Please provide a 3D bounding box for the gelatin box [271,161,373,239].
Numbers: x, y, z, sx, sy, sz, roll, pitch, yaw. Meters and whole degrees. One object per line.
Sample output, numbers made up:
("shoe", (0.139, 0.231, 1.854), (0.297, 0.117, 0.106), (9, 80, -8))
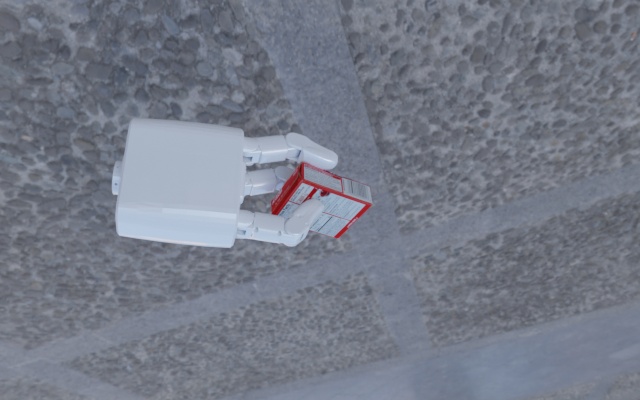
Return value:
("gelatin box", (0.000, 0.002, 0.521), (0.089, 0.030, 0.073), (18, -44, -23))
